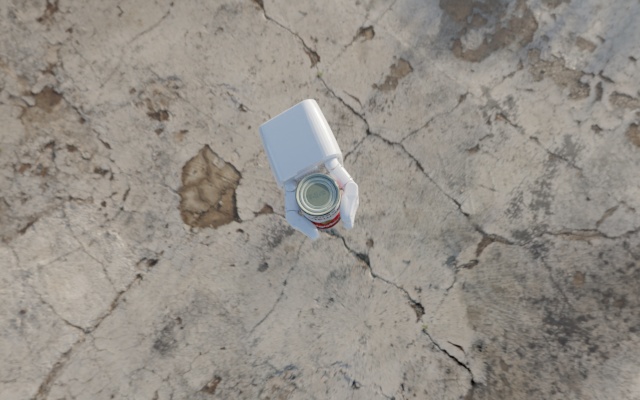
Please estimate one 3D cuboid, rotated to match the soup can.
[{"bbox_3d":[0.000,0.003,0.744,0.068,0.068,0.102,0,-14,5],"label":"soup can"}]
